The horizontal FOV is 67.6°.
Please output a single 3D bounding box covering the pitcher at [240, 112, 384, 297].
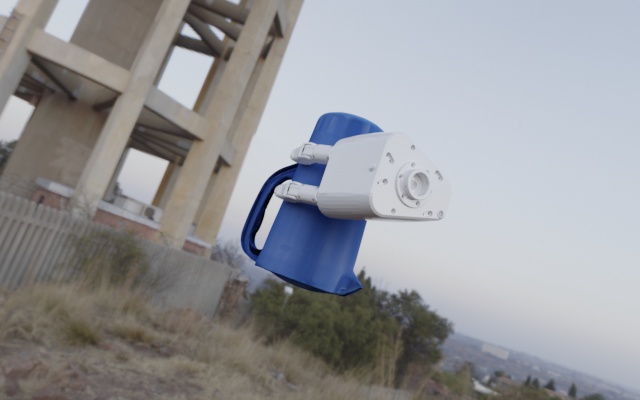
[{"bbox_3d":[0.000,0.002,0.673,0.149,0.242,0.145,24,-11,-25],"label":"pitcher"}]
